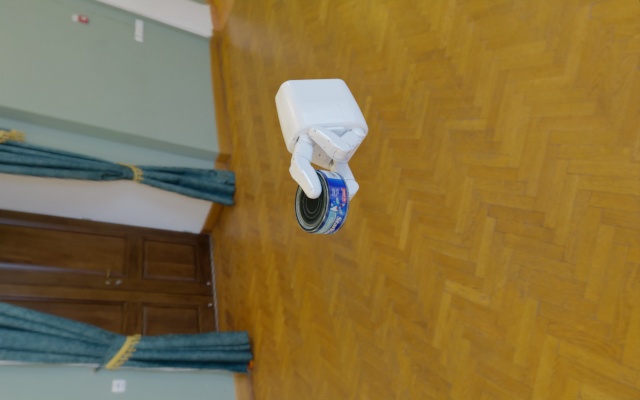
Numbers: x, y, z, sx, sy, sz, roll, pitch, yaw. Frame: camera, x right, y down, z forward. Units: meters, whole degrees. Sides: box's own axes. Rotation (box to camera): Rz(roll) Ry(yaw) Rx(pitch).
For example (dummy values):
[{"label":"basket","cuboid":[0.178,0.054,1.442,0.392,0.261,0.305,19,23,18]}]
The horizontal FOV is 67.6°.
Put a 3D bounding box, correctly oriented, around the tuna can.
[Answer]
[{"label":"tuna can","cuboid":[0.000,0.002,0.637,0.034,0.086,0.086,5,-3,-34]}]
